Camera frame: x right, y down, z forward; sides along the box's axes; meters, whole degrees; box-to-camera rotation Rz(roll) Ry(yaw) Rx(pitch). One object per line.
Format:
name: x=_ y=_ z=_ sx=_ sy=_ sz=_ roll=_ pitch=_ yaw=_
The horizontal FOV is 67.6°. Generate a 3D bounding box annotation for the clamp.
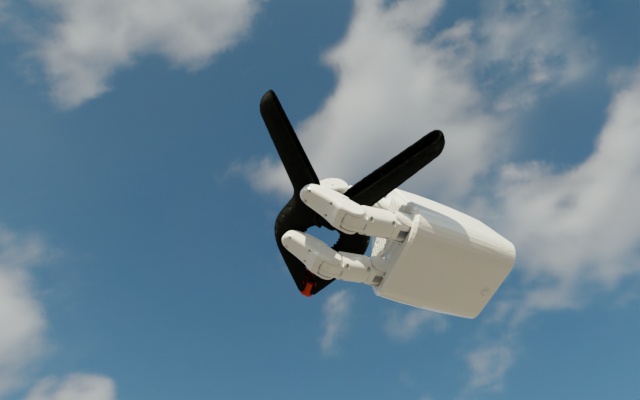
clamp: x=0.000 y=0.002 z=0.457 sx=0.164 sy=0.210 sz=0.036 roll=19 pitch=29 yaw=-8
